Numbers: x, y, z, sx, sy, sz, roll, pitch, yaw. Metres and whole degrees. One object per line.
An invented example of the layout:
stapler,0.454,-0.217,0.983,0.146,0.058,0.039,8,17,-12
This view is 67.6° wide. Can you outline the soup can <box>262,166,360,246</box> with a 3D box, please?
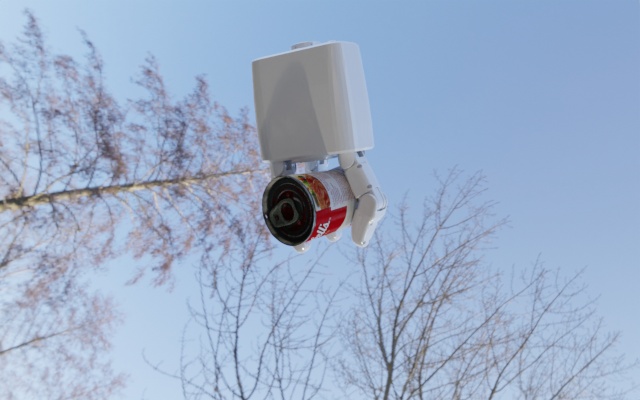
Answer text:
soup can,0.000,0.002,0.486,0.068,0.068,0.102,0,10,40
